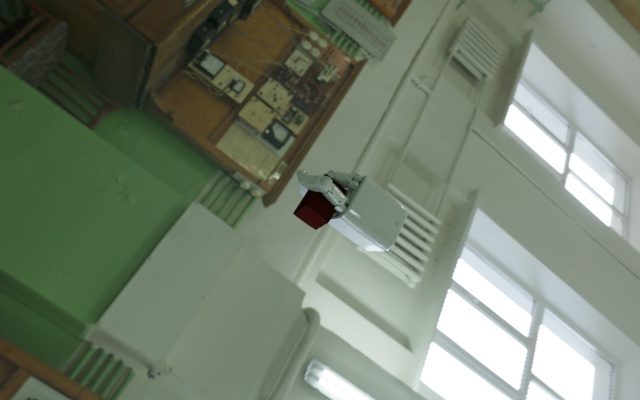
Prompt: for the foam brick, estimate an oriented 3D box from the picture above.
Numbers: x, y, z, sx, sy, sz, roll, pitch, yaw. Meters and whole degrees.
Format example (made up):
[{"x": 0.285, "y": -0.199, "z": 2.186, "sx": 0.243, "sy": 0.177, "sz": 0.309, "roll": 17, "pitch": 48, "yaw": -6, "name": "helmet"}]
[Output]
[{"x": 0.000, "y": 0.003, "z": 0.830, "sx": 0.051, "sy": 0.078, "sz": 0.053, "roll": 39, "pitch": -33, "yaw": -12, "name": "foam brick"}]
